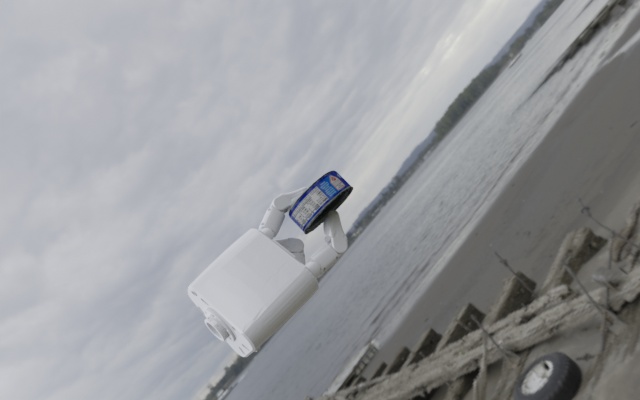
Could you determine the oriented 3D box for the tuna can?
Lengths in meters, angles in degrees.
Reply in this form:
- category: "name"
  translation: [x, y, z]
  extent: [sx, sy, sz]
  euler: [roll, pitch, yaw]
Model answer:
- category: "tuna can"
  translation: [0.000, 0.002, 0.611]
  extent: [0.086, 0.033, 0.086]
  euler: [-43, -9, -9]
